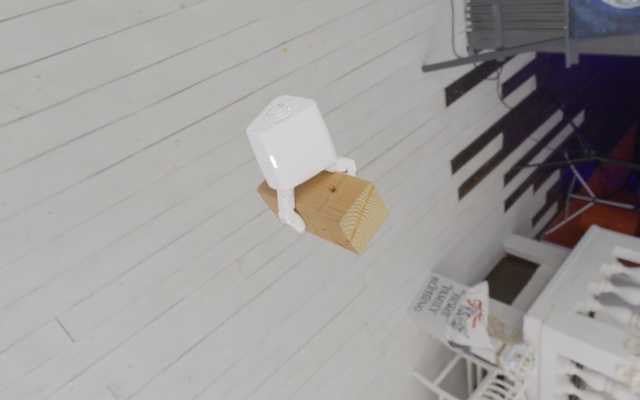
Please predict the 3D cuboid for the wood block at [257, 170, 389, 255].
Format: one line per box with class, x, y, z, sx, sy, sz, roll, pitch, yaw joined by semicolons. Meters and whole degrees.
wood block;0.000;0.003;0.818;0.206;0.090;0.090;21;-26;43
